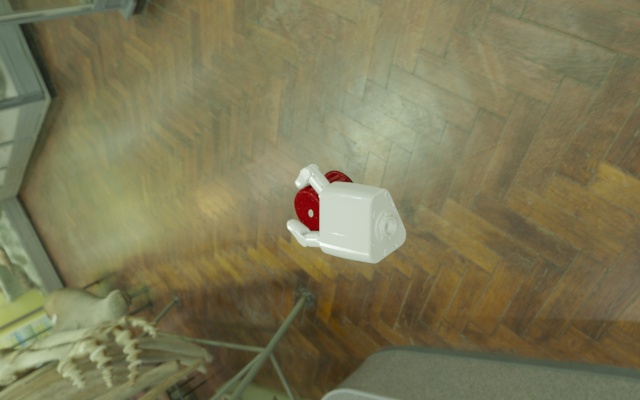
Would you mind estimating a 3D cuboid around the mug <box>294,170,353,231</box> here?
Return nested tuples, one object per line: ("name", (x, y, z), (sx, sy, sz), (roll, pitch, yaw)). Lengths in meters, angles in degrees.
("mug", (-0.001, 0.003, 0.842), (0.117, 0.093, 0.081), (12, 32, 44))
